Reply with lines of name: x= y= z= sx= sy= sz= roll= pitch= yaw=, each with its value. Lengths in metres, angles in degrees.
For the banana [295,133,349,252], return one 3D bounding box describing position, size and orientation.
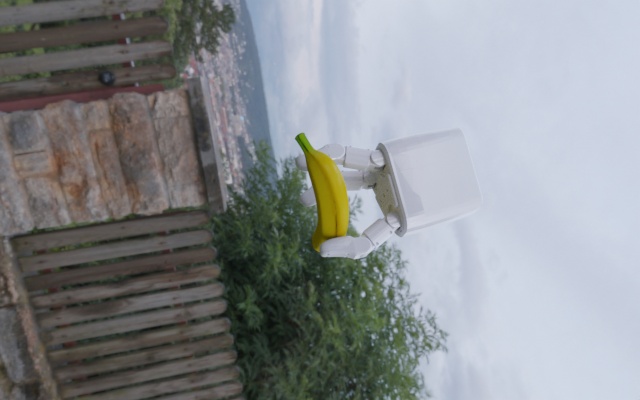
banana: x=0.008 y=0.011 z=0.567 sx=0.037 sy=0.198 sz=0.069 roll=-21 pitch=48 yaw=-15
